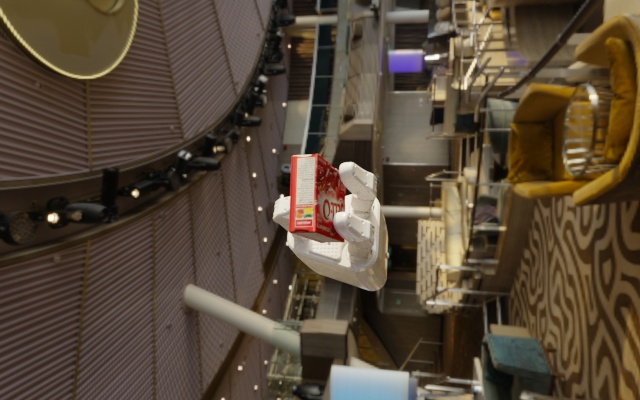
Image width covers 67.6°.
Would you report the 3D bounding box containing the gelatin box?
[{"bbox_3d":[0.000,0.001,0.470,0.030,0.073,0.089,-2,-12,21],"label":"gelatin box"}]
